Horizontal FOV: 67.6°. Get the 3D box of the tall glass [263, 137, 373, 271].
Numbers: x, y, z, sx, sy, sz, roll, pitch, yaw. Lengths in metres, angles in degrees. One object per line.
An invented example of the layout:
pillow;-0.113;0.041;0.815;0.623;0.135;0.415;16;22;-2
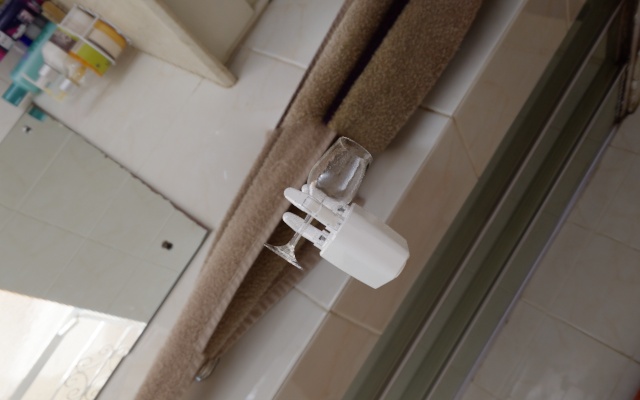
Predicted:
tall glass;0.000;0.003;0.724;0.079;0.201;0.079;33;-6;4
